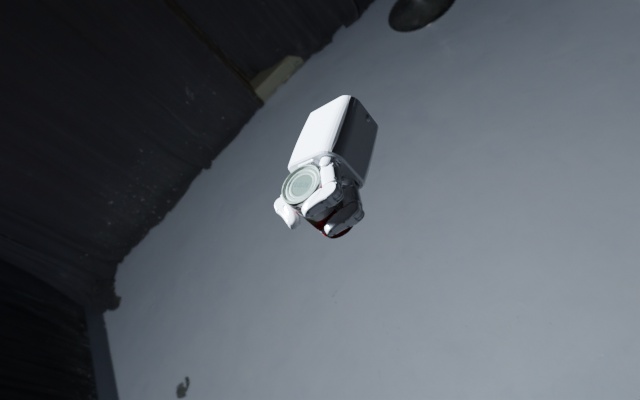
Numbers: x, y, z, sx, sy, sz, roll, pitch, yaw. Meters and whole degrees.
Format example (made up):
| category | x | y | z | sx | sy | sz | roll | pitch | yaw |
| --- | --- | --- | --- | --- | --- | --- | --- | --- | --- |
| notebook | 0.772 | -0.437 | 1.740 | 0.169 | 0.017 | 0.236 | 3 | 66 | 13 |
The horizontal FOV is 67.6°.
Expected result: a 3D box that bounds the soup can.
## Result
| category | x | y | z | sx | sy | sz | roll | pitch | yaw |
| --- | --- | --- | --- | --- | --- | --- | --- | --- | --- |
| soup can | 0.000 | 0.003 | 0.688 | 0.068 | 0.068 | 0.102 | 0 | -30 | 39 |
